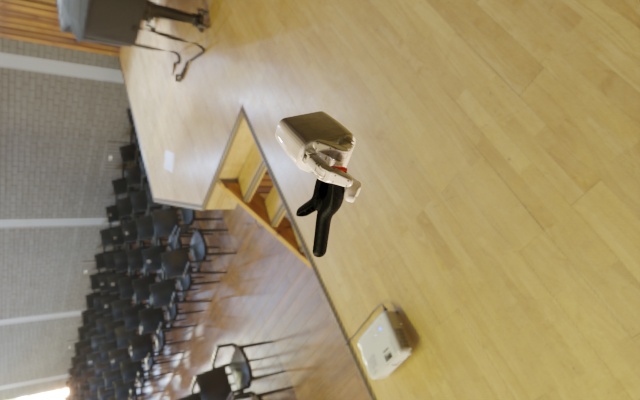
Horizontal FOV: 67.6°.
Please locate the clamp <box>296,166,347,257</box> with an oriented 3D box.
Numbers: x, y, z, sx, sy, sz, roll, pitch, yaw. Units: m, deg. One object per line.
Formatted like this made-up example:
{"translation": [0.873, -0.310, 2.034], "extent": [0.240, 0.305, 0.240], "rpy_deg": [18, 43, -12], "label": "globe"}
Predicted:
{"translation": [0.000, 0.003, 0.859], "extent": [0.039, 0.171, 0.120], "rpy_deg": [0, 33, -34], "label": "clamp"}
